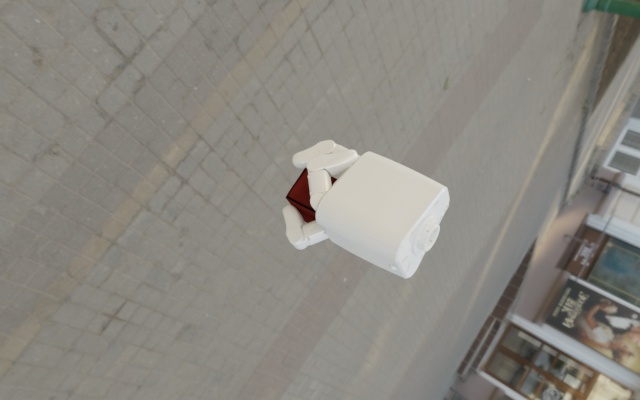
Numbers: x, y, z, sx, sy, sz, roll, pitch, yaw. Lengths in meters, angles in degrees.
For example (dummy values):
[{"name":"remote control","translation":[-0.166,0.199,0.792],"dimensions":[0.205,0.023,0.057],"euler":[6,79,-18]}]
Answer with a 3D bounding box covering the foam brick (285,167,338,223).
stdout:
[{"name":"foam brick","translation":[0.000,0.002,0.619],"dimensions":[0.051,0.053,0.078],"euler":[26,-15,29]}]
